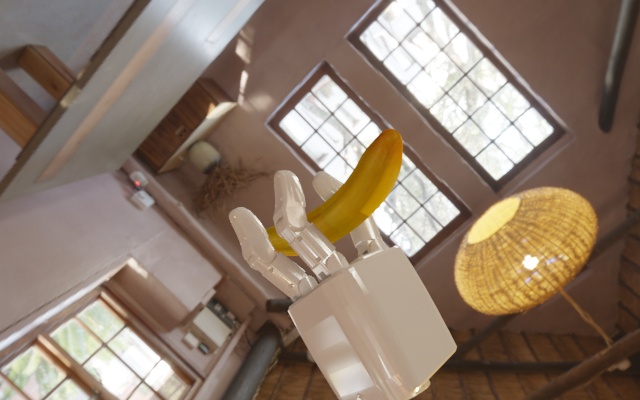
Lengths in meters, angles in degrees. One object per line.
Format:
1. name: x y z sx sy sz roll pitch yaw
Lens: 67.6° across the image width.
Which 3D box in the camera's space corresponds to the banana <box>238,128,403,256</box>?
1. banana: 0.011 0.007 0.430 0.070 0.037 0.198 18 -42 -43
